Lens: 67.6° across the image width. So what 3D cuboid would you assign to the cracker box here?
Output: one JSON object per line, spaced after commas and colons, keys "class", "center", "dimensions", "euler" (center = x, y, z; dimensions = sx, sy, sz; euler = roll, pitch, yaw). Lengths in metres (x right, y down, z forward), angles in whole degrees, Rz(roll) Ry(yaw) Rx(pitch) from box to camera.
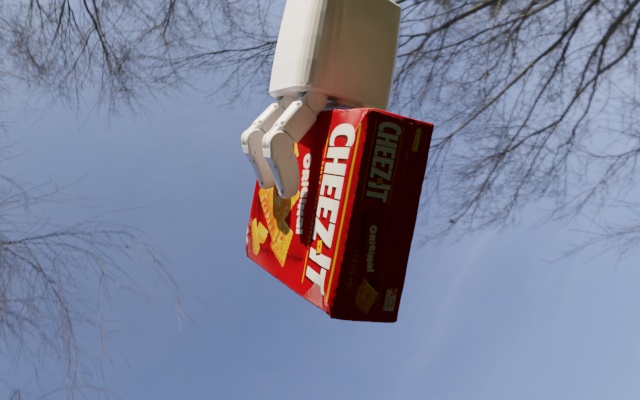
{"class": "cracker box", "center": [0.000, 0.001, 0.457], "dimensions": [0.072, 0.164, 0.213], "euler": [8, 3, -27]}
